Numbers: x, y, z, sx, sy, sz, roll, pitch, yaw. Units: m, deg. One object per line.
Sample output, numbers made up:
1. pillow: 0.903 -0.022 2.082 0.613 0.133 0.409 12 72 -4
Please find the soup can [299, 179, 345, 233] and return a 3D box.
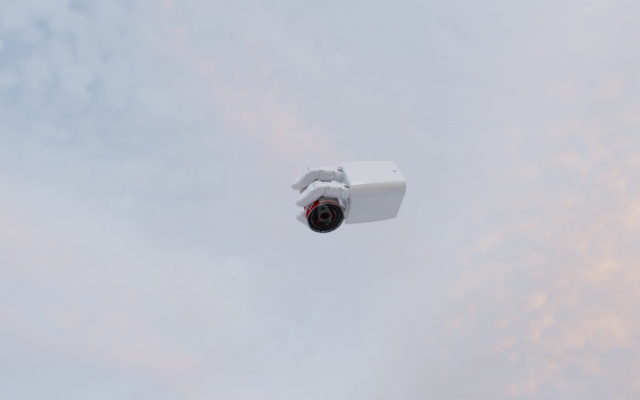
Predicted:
1. soup can: 0.000 0.003 0.890 0.068 0.068 0.102 0 36 -14
